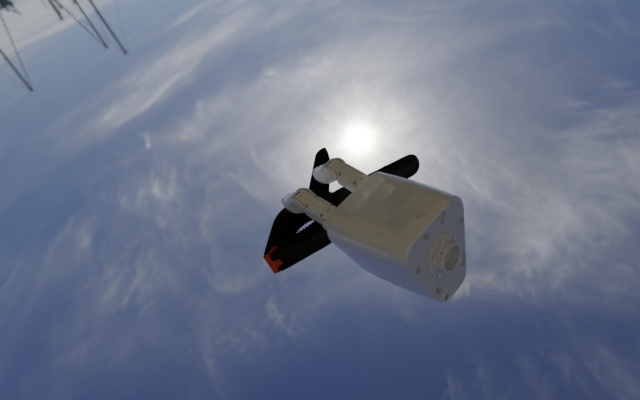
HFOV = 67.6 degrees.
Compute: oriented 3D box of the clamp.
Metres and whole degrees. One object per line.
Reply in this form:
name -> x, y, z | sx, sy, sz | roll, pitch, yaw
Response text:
clamp -> 0.000, 0.003, 0.588 | 0.210, 0.036, 0.164 | -44, 35, -22
